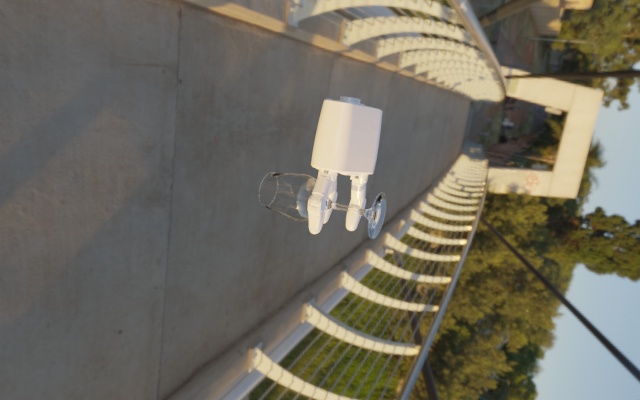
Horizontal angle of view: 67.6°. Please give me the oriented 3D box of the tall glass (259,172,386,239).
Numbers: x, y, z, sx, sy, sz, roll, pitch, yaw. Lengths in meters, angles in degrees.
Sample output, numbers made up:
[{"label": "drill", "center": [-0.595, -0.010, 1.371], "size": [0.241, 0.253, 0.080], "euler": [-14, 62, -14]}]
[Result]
[{"label": "tall glass", "center": [0.001, 0.003, 0.777], "size": [0.201, 0.079, 0.079], "euler": [13, 5, 23]}]
